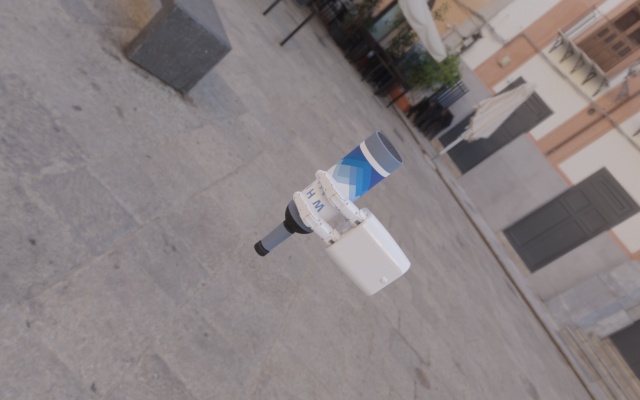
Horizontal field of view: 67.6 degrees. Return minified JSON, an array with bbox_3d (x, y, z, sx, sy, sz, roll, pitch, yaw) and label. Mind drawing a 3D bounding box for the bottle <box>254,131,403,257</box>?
[{"bbox_3d":[0.000,0.002,0.796,0.296,0.069,0.069,-38,-15,20],"label":"bottle"}]
